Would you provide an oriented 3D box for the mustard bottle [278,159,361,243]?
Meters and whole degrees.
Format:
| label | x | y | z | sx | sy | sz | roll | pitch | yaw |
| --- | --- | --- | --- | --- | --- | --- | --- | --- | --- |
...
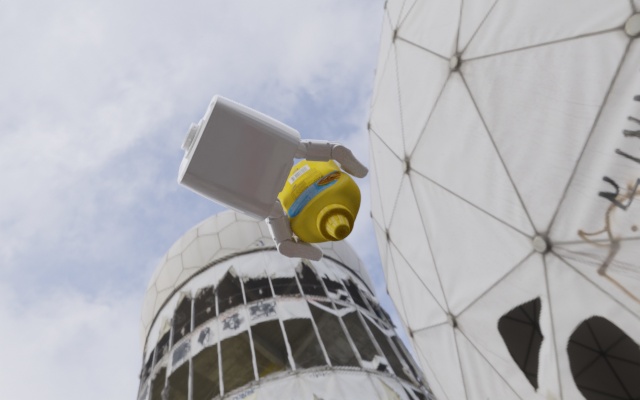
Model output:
| label | x | y | z | sx | sy | sz | roll | pitch | yaw |
| --- | --- | --- | --- | --- | --- | --- | --- | --- | --- |
| mustard bottle | 0.000 | 0.002 | 0.588 | 0.096 | 0.058 | 0.191 | -39 | 23 | 1 |
